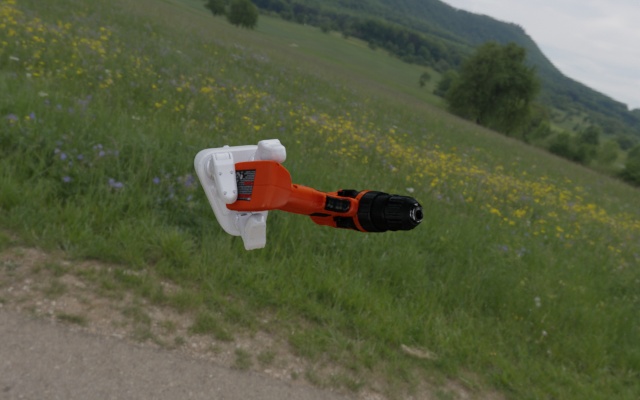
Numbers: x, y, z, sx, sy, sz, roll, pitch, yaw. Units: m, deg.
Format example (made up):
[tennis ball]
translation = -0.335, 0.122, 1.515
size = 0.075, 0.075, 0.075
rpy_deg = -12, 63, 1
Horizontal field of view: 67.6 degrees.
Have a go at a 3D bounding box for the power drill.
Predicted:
[power drill]
translation = 0.000, 0.002, 0.558
size = 0.188, 0.057, 0.184
rpy_deg = 15, -10, -37
